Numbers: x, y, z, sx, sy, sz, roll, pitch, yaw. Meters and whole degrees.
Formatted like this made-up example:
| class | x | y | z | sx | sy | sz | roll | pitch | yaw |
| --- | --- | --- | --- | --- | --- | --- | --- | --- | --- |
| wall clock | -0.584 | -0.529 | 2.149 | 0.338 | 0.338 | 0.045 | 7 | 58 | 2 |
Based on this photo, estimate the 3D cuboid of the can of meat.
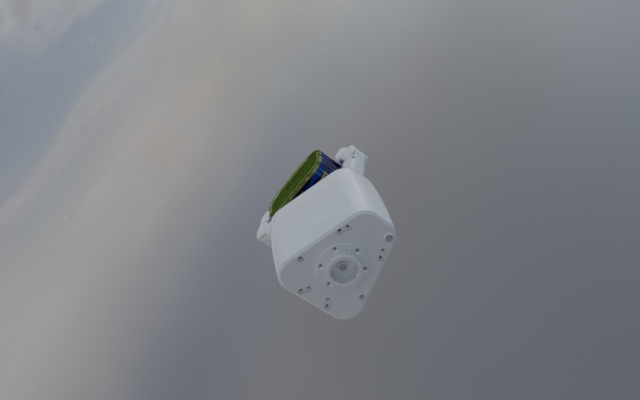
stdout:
| class | x | y | z | sx | sy | sz | roll | pitch | yaw |
| --- | --- | --- | --- | --- | --- | --- | --- | --- | --- |
| can of meat | 0.000 | 0.002 | 0.565 | 0.084 | 0.102 | 0.057 | 34 | 19 | -19 |
